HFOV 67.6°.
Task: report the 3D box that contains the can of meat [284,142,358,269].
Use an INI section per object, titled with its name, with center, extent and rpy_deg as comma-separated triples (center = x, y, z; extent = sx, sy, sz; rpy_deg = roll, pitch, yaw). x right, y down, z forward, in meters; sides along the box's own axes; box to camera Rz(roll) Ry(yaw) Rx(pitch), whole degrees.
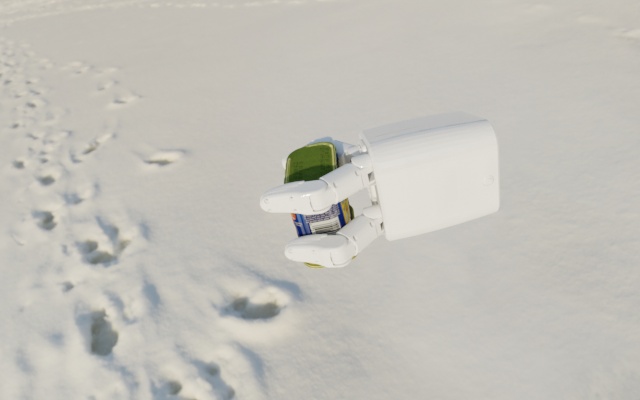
[can of meat]
center = 0.000, 0.001, 0.472
extent = 0.057, 0.084, 0.102
rpy_deg = -11, 33, 6
